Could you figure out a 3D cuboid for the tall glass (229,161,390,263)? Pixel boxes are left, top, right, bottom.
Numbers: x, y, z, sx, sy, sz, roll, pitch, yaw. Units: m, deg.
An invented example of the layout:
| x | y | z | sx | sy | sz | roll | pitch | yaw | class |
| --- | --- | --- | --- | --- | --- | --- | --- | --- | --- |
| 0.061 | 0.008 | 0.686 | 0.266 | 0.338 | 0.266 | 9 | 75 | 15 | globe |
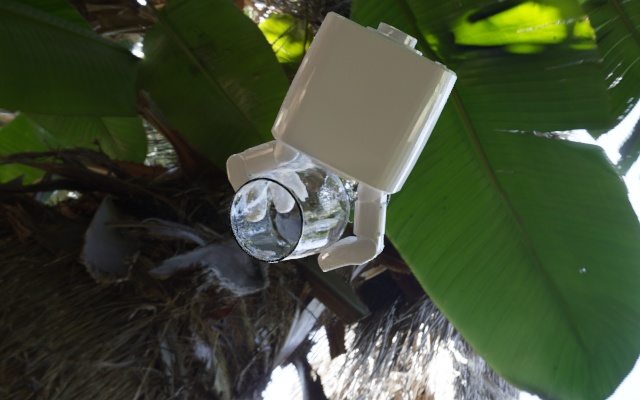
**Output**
| x | y | z | sx | sy | sz | roll | pitch | yaw | class |
| --- | --- | --- | --- | --- | --- | --- | --- | --- | --- |
| 0.000 | 0.001 | 0.430 | 0.079 | 0.079 | 0.201 | 0 | 8 | 24 | tall glass |
